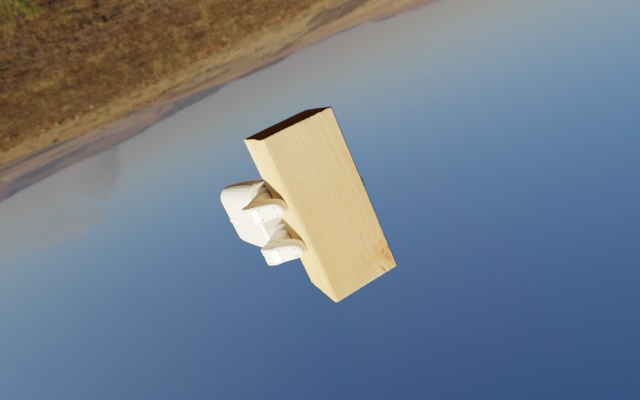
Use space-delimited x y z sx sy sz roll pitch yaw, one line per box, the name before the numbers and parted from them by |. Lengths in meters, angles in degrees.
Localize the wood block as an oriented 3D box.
wood block | 0.000 0.002 0.575 0.091 0.206 0.090 -29 17 -15
